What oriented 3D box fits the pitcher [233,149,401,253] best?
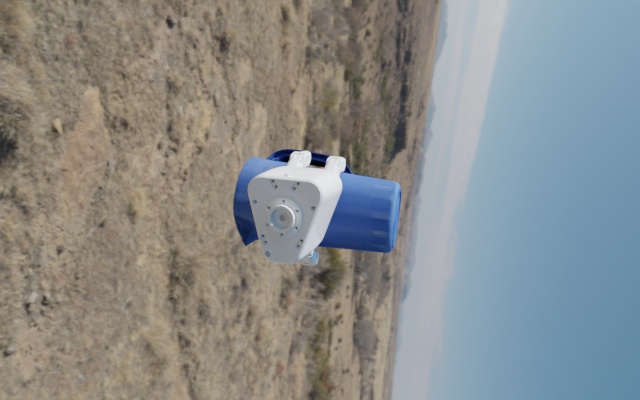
[{"bbox_3d":[0.000,0.003,0.744,0.243,0.149,0.145,7,8,12],"label":"pitcher"}]
